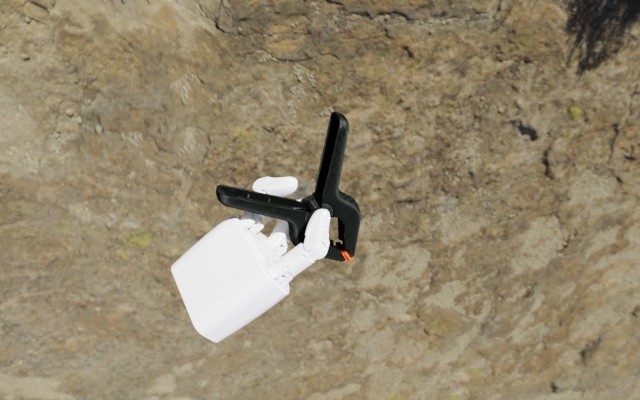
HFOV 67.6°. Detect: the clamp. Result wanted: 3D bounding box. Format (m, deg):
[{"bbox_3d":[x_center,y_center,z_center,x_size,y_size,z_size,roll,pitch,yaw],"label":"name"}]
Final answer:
[{"bbox_3d":[0.000,0.003,0.576,0.210,0.164,0.036,48,7,-41],"label":"clamp"}]
